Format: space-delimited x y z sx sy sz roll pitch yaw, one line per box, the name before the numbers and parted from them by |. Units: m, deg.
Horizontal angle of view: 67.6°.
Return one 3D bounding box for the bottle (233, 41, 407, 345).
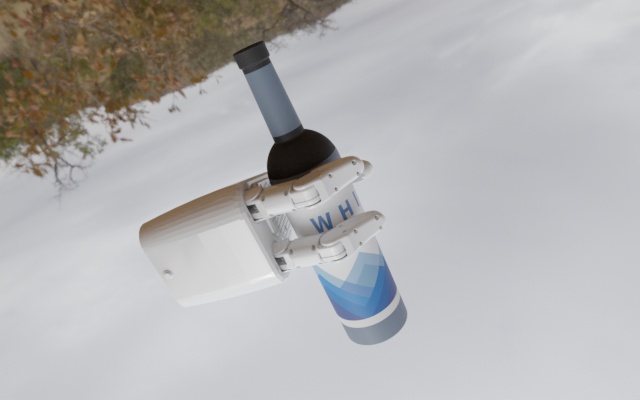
bottle | 0.000 0.002 0.436 0.069 0.296 0.069 -21 23 9
